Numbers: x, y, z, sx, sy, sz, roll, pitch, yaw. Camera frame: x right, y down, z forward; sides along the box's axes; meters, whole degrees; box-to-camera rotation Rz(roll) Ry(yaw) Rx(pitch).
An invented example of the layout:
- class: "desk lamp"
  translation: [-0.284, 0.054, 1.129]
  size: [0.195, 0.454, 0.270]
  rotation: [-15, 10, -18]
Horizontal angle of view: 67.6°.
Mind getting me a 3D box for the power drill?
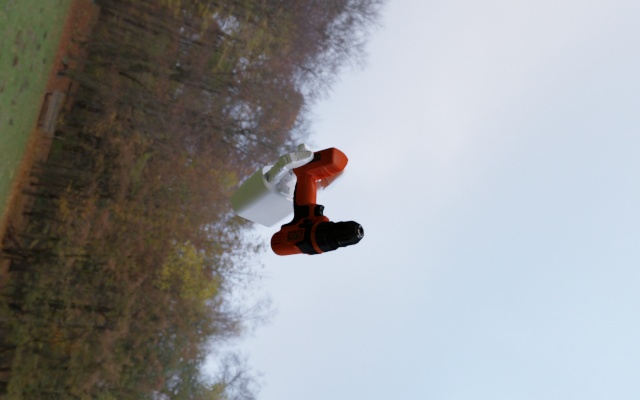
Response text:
- class: "power drill"
  translation: [0.000, 0.002, 0.826]
  size: [0.184, 0.187, 0.057]
  rotation: [-11, -33, 34]
